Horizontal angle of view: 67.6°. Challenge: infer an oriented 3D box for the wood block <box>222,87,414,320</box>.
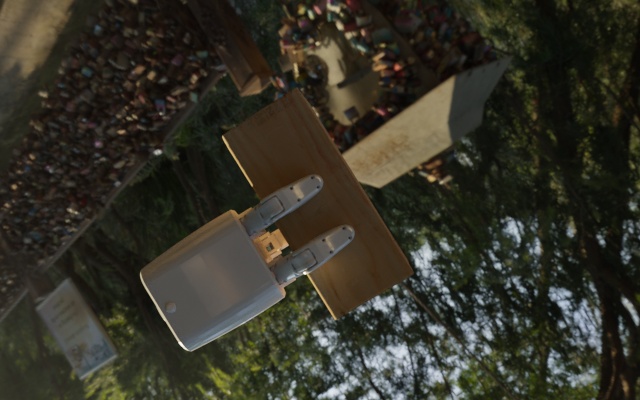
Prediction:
[{"bbox_3d":[0.000,0.002,0.491,0.090,0.206,0.091,-32,-1,5],"label":"wood block"}]
